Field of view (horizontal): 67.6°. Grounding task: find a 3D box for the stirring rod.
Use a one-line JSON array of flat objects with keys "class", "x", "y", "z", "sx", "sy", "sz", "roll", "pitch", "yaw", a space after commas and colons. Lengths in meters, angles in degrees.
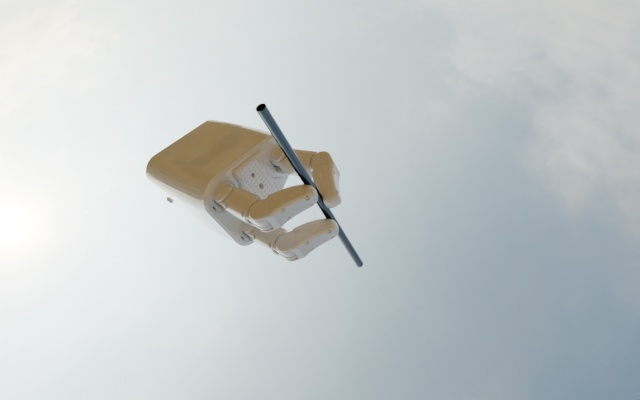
[{"class": "stirring rod", "x": 0.000, "y": 0.001, "z": 0.431, "sx": 0.011, "sy": 0.011, "sz": 0.240, "roll": 0, "pitch": -34, "yaw": 25}]
